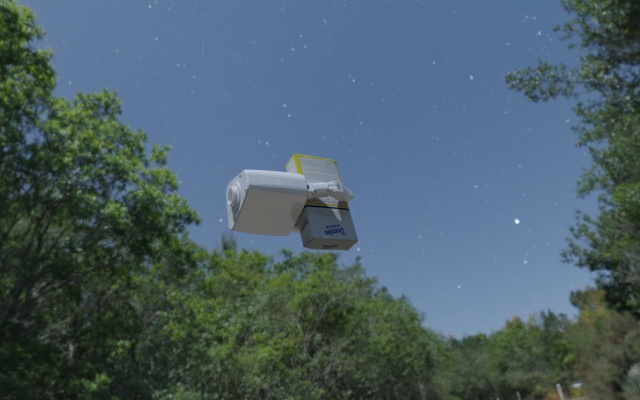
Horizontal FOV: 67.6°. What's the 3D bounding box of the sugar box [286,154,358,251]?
[{"bbox_3d":[0.000,0.003,0.853,0.093,0.176,0.048,6,-34,-29],"label":"sugar box"}]
